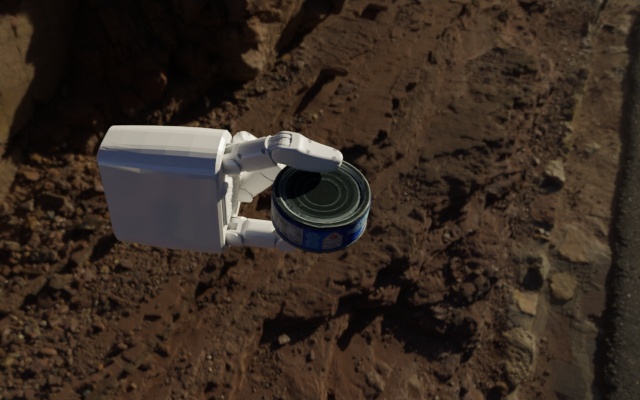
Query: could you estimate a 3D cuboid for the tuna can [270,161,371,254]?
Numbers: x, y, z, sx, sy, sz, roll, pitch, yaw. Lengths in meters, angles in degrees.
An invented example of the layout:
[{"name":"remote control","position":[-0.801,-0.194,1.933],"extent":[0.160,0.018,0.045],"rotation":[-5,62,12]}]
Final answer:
[{"name":"tuna can","position":[0.000,0.001,0.411],"extent":[0.086,0.086,0.034],"rotation":[0,-42,-7]}]
